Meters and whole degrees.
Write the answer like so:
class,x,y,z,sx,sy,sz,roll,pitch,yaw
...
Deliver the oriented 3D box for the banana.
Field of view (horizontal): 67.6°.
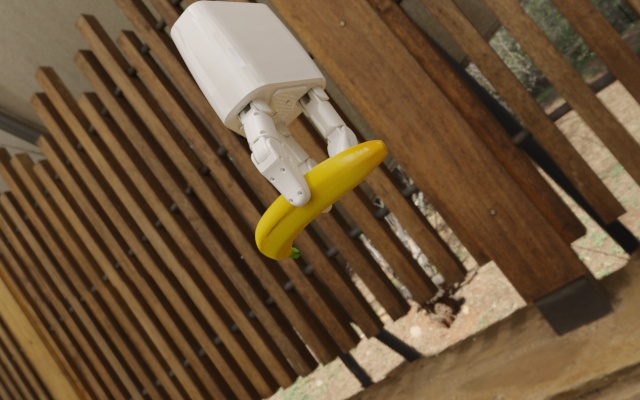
class,x,y,z,sx,sy,sz,roll,pitch,yaw
banana,-0.015,0.008,0.438,0.069,0.037,0.198,-20,-19,-38
